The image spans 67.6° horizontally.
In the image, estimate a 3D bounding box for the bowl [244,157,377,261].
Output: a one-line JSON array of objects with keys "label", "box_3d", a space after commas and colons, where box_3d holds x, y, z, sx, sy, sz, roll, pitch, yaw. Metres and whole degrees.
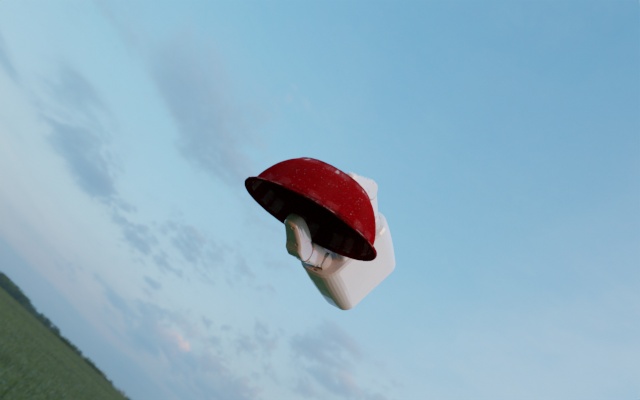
[{"label": "bowl", "box_3d": [0.000, 0.001, 0.516, 0.162, 0.055, 0.162, 28, -16, 9]}]
